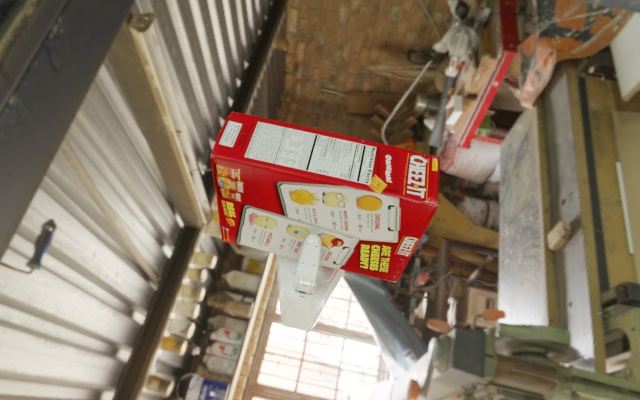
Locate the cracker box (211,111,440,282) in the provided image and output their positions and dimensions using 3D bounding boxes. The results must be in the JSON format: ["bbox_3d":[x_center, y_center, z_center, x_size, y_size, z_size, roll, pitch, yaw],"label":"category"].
[{"bbox_3d":[0.000,0.002,0.512,0.213,0.072,0.164,12,-35,1],"label":"cracker box"}]
